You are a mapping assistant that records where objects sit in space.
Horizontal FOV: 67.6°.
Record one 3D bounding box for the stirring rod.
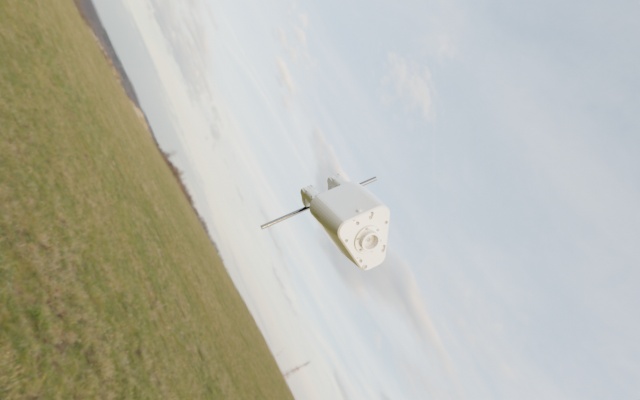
[{"bbox_3d":[0.000,0.003,0.890,0.239,0.011,0.011,-23,6,-15],"label":"stirring rod"}]
